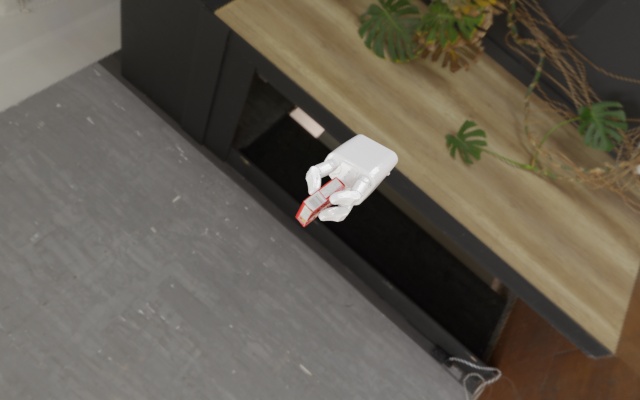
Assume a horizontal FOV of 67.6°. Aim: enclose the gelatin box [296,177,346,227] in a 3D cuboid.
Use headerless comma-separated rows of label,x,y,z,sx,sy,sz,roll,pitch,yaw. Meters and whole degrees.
gelatin box,0.000,0.003,0.898,0.089,0.030,0.073,-37,-10,-28
